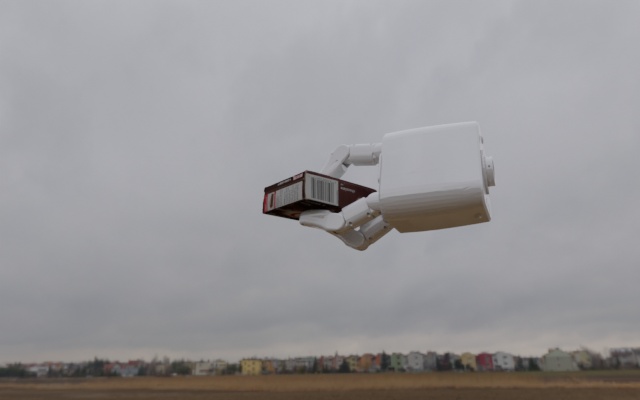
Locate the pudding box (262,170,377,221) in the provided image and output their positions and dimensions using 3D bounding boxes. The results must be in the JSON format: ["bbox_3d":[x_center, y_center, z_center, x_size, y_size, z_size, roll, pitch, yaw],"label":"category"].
[{"bbox_3d":[0.000,0.002,0.582,0.113,0.039,0.090,16,-22,-35],"label":"pudding box"}]
